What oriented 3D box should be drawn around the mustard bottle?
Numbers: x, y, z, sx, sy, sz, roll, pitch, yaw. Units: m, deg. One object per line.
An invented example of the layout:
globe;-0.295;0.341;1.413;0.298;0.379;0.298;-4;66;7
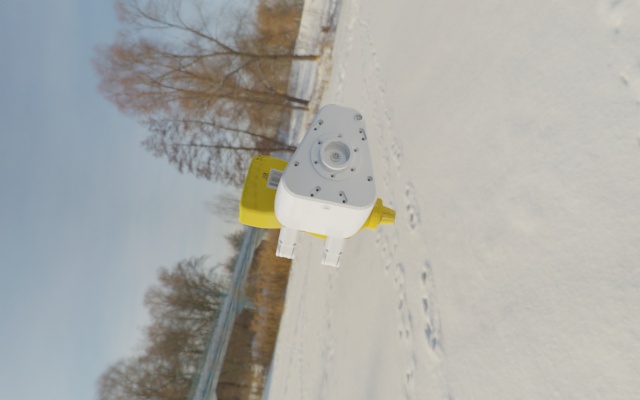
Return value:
mustard bottle;0.000;0.002;0.600;0.191;0.096;0.058;11;-43;-3
